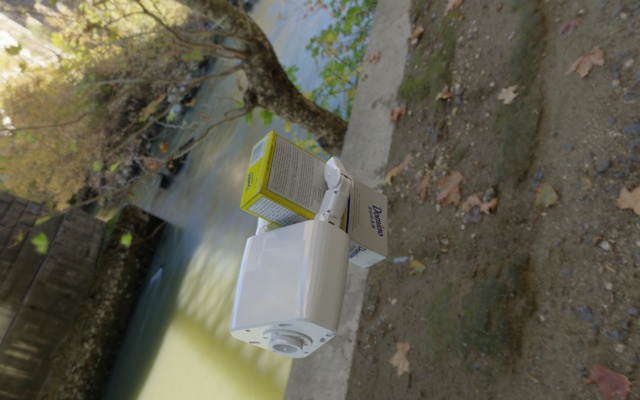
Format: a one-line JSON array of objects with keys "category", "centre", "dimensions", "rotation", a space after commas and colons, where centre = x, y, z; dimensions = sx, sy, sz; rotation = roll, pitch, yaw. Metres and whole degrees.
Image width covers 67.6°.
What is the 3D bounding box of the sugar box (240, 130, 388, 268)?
[{"category": "sugar box", "centre": [0.000, 0.002, 0.546], "dimensions": [0.176, 0.093, 0.048], "rotation": [31, -44, -28]}]
